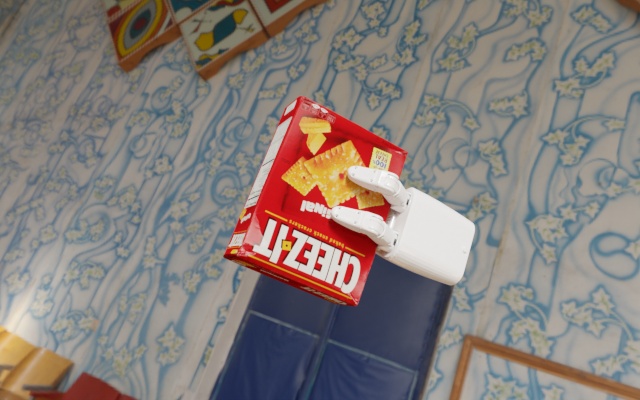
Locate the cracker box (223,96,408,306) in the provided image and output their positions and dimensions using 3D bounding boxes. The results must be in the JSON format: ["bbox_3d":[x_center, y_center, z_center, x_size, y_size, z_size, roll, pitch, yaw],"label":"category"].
[{"bbox_3d":[0.000,0.002,0.596,0.164,0.213,0.072,26,-17,-18],"label":"cracker box"}]
